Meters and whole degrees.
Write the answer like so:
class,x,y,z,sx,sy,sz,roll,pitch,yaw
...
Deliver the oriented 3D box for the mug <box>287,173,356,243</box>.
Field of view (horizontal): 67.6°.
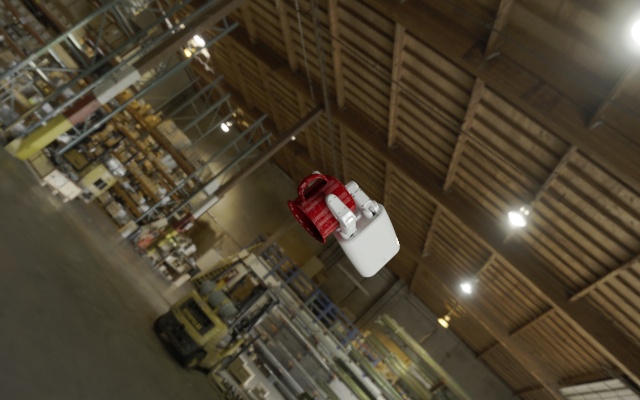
class,x,y,z,sx,sy,sz,roll,pitch,yaw
mug,0.000,0.001,0.794,0.081,0.117,0.093,-41,41,-14
